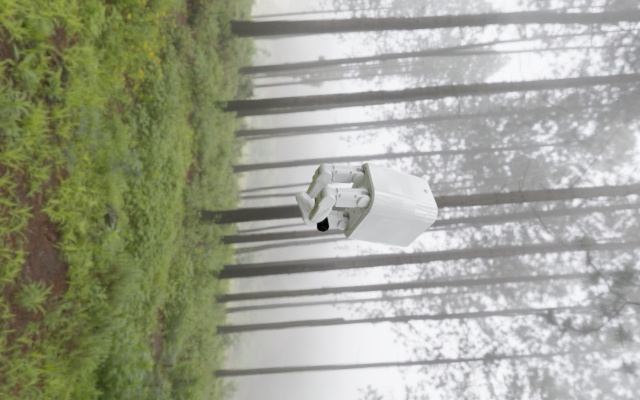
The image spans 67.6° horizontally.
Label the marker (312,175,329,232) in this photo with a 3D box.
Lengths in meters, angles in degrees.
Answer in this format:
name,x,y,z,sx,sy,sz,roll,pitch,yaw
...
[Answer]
name,x,y,z,sx,sy,sz,roll,pitch,yaw
marker,0.000,0.002,0.729,0.020,0.020,0.121,0,41,-6
